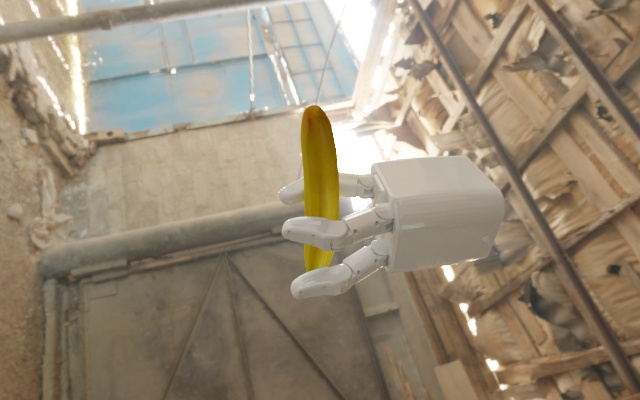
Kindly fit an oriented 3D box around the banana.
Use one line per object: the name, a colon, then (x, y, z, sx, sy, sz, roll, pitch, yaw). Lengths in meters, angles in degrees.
banana: (0.000, -0.004, 0.470, 0.037, 0.198, 0.069, 0, 27, 1)
